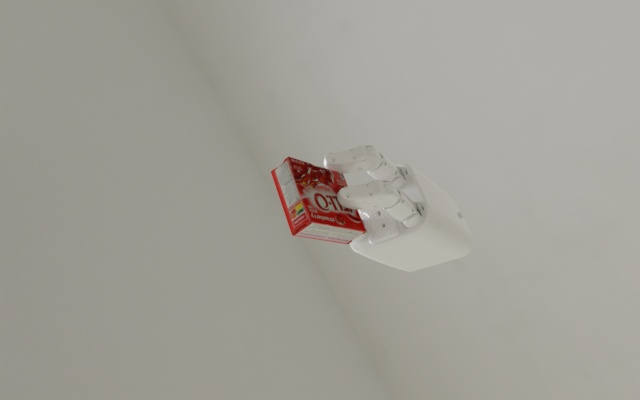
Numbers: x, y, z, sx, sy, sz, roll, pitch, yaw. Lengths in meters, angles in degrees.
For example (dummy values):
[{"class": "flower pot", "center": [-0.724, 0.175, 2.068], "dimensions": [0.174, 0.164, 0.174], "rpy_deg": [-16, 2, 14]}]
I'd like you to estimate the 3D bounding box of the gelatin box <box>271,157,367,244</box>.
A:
[{"class": "gelatin box", "center": [0.000, 0.002, 0.472], "dimensions": [0.030, 0.073, 0.089], "rpy_deg": [-37, -31, 30]}]
